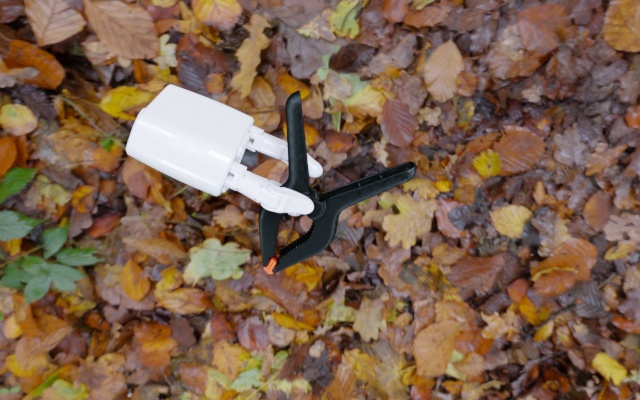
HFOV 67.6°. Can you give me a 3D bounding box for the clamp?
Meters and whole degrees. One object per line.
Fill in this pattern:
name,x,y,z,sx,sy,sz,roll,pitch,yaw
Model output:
clamp,0.000,0.002,0.551,0.164,0.210,0.036,24,19,-9
